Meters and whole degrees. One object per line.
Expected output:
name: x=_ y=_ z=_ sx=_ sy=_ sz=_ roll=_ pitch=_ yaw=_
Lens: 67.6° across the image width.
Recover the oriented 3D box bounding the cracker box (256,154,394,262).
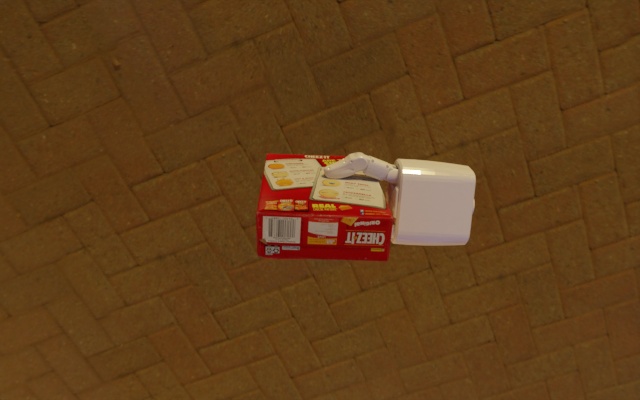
cracker box: x=0.000 y=0.002 z=0.663 sx=0.164 sy=0.072 sz=0.213 roll=2 pitch=24 yaw=-4
